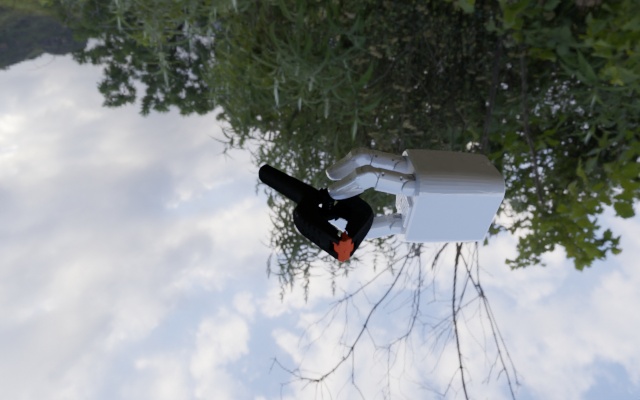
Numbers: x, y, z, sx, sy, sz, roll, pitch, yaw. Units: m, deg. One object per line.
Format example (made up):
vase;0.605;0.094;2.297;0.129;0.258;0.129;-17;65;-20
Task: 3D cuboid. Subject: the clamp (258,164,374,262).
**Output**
clamp;0.000;0.003;0.589;0.164;0.036;0.209;0;29;-2
